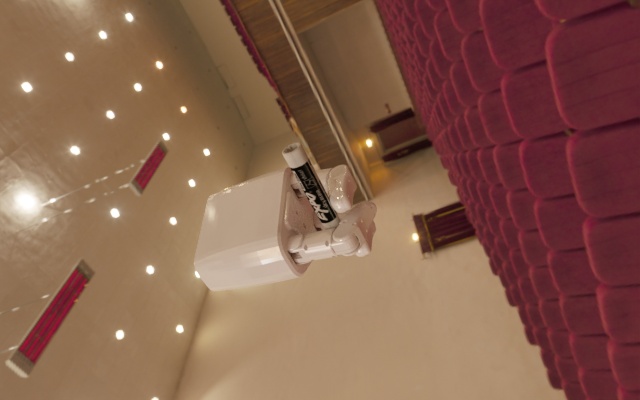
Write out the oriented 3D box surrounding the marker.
[{"bbox_3d":[0.000,0.001,0.440,0.020,0.121,0.020,-21,29,13],"label":"marker"}]
